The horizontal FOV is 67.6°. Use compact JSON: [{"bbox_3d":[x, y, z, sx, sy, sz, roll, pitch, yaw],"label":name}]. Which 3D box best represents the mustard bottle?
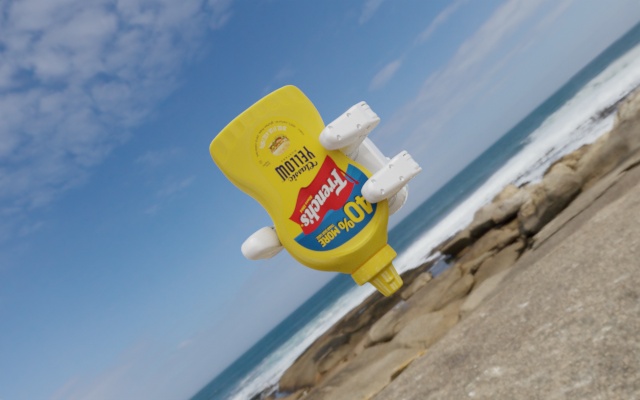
[{"bbox_3d":[0.000,0.001,0.404,0.096,0.191,0.058,-39,-8,-11],"label":"mustard bottle"}]
